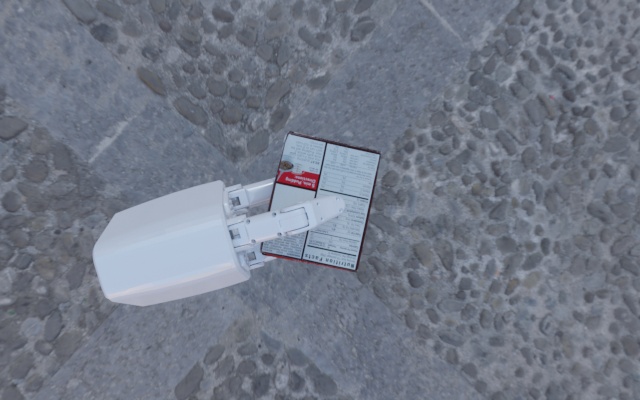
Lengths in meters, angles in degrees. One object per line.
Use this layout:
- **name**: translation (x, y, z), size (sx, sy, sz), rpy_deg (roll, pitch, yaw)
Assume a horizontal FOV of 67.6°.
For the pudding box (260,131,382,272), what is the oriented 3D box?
- **pudding box**: translation (0.000, 0.001, 0.432), size (0.090, 0.113, 0.039), rpy_deg (12, 1, -5)
